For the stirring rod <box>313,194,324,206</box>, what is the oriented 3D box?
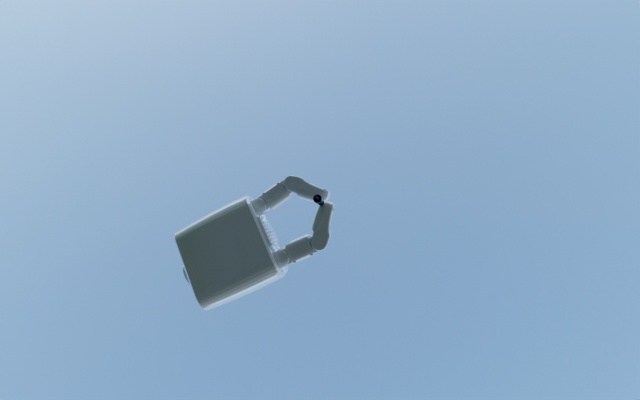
[{"bbox_3d":[0.000,0.002,0.555,0.011,0.011,0.239,0,-2,1],"label":"stirring rod"}]
